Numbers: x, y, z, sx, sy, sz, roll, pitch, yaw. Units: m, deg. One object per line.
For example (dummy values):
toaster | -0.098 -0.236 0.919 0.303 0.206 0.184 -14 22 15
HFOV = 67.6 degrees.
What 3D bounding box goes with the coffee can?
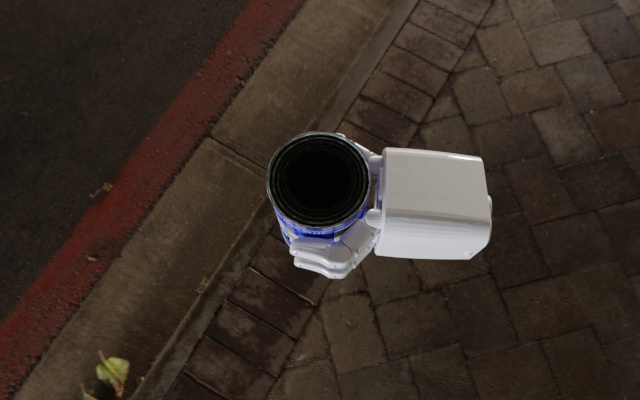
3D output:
coffee can | 0.000 0.002 0.524 0.103 0.102 0.140 0 -19 2
